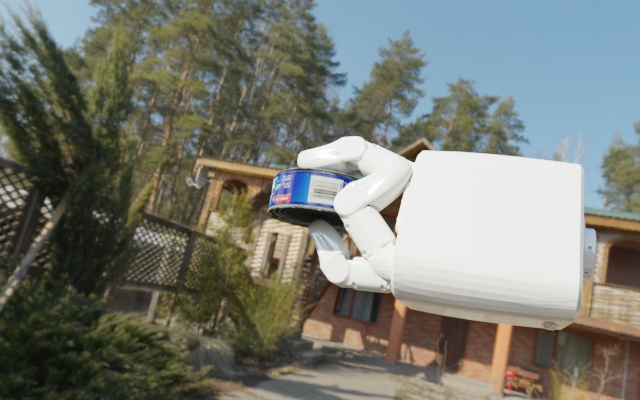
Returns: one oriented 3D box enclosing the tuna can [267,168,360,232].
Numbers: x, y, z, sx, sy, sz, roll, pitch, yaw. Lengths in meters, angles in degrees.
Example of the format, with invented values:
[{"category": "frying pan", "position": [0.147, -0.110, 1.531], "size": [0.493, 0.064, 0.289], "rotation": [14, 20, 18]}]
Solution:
[{"category": "tuna can", "position": [0.000, 0.001, 0.404], "size": [0.086, 0.033, 0.086], "rotation": [8, -13, 2]}]
